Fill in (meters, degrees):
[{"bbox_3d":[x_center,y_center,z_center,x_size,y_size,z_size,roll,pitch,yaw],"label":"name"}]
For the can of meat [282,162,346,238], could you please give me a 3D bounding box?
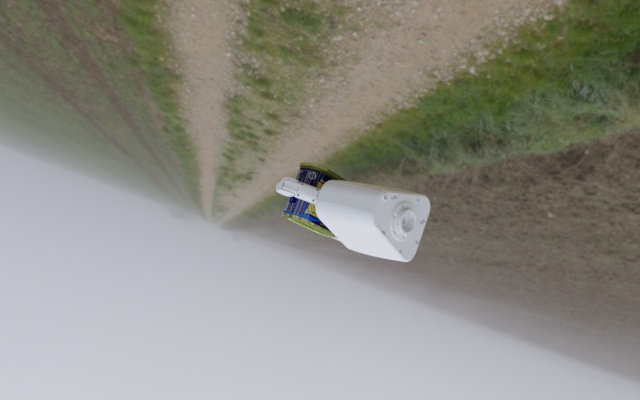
[{"bbox_3d":[0.000,0.003,0.711,0.102,0.084,0.057,28,-11,-41],"label":"can of meat"}]
